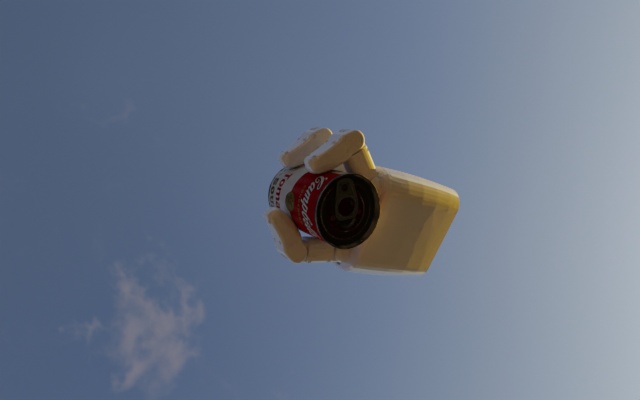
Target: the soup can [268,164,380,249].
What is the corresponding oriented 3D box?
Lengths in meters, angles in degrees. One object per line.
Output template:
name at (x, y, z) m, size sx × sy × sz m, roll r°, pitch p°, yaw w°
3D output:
soup can at (-0.001, 0.002, 0.459) m, size 0.068 × 0.068 × 0.102 m, roll 0°, pitch 9°, yaw -31°
